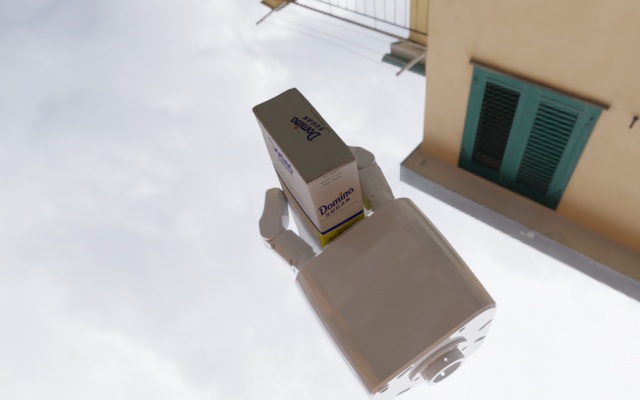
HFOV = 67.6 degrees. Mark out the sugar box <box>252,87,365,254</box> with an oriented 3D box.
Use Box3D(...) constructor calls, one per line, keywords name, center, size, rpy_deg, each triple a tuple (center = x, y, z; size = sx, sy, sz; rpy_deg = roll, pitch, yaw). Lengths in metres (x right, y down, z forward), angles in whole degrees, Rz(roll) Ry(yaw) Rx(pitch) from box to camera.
Box3D(name="sugar box", center=(0.001, 0.001, 0.405), size=(0.048, 0.093, 0.176), rpy_deg=(-28, -36, -12))
